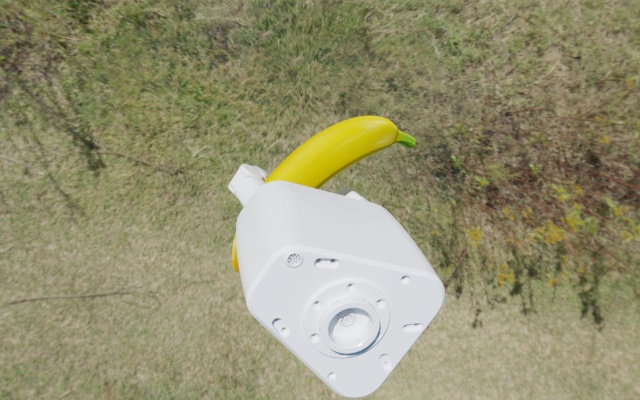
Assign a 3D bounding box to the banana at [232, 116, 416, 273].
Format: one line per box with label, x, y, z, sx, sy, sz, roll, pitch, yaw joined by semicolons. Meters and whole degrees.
banana;-0.006;-0.014;0.402;0.198;0.070;0.037;-36;31;-2
